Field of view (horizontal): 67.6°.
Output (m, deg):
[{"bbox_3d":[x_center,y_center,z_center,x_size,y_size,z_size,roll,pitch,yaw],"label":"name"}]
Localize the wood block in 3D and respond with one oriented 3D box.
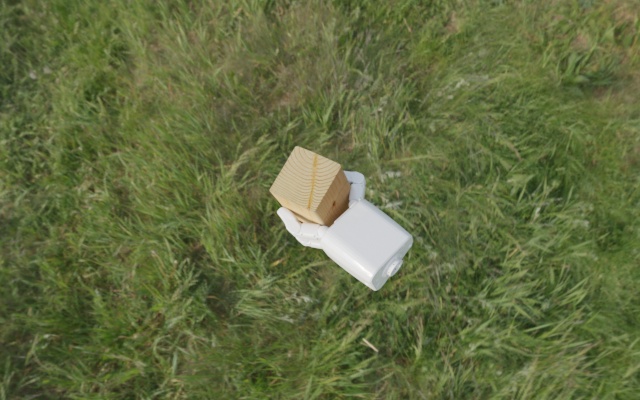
[{"bbox_3d":[0.001,0.003,0.842,0.090,0.091,0.206,25,-14,22],"label":"wood block"}]
